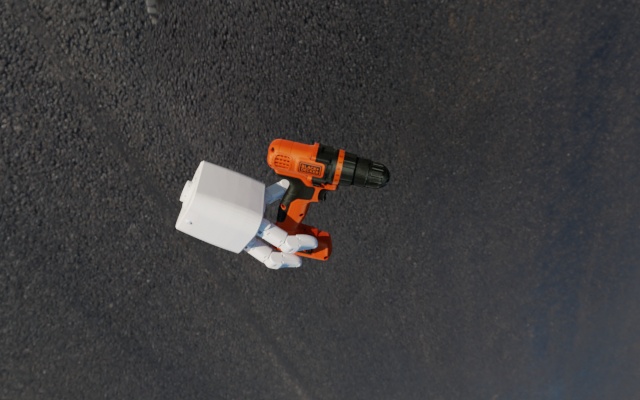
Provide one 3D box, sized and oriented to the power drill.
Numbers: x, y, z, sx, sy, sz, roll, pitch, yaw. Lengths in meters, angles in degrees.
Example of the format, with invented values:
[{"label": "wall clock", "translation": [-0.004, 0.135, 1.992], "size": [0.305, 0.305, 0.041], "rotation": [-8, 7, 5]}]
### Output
[{"label": "power drill", "translation": [0.000, 0.003, 0.746], "size": [0.184, 0.188, 0.057], "rotation": [14, 31, 0]}]
